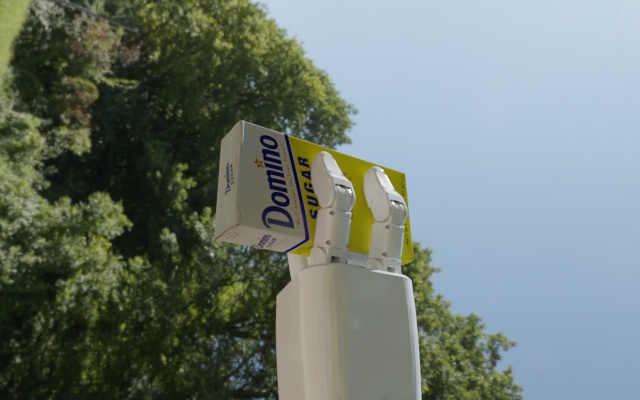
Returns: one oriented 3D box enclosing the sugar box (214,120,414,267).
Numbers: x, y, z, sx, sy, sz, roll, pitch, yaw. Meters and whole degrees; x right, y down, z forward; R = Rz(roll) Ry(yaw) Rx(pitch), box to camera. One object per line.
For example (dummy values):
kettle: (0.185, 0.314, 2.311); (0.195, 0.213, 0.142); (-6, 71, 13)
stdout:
sugar box: (0.000, 0.001, 0.415); (0.176, 0.093, 0.048); (15, -29, -33)
